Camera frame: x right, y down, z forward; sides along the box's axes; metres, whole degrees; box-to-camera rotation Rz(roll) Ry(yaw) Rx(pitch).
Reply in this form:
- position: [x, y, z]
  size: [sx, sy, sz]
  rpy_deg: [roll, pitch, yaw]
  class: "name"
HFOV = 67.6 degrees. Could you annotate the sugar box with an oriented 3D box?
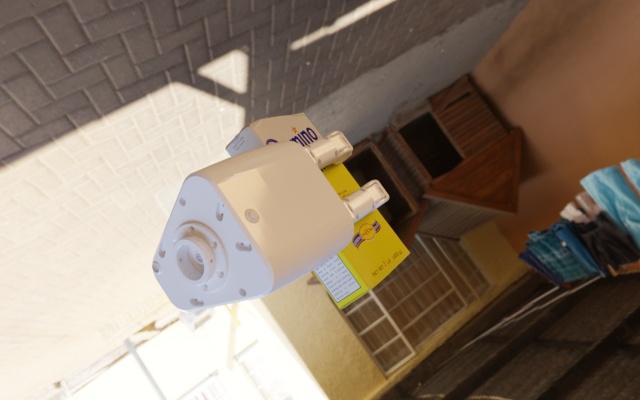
- position: [0.000, 0.001, 0.441]
  size: [0.048, 0.176, 0.093]
  rpy_deg: [-39, -7, 34]
  class: "sugar box"
